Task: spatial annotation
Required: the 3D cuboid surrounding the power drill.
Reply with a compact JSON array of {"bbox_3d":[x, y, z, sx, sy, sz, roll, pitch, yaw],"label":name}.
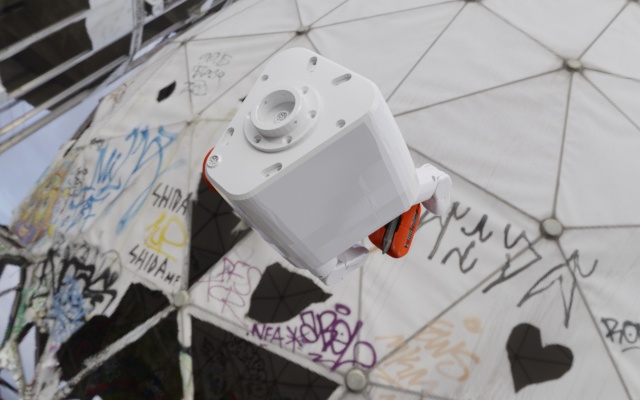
[{"bbox_3d":[0.000,0.002,0.464,0.187,0.057,0.184,16,0,14],"label":"power drill"}]
